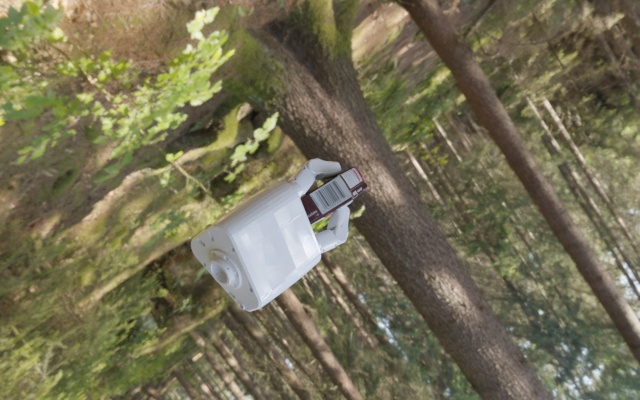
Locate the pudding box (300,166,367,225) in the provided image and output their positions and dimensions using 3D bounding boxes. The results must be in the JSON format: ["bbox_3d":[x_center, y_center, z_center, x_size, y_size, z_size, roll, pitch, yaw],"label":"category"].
[{"bbox_3d":[0.000,0.002,0.633,0.113,0.039,0.090,-30,2,20],"label":"pudding box"}]
